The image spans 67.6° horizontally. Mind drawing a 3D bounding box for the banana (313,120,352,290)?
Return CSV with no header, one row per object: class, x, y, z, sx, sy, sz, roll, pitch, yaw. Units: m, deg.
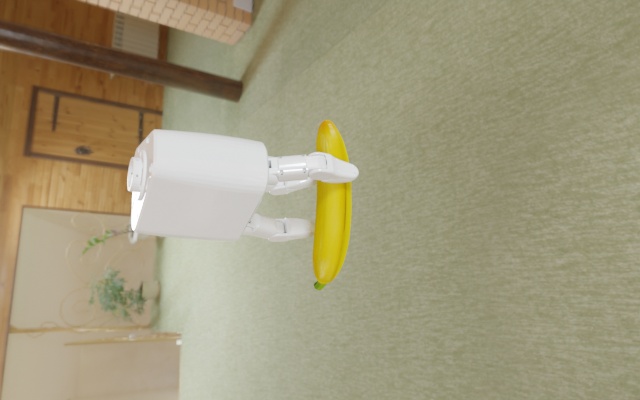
banana,0.008,0.006,0.527,0.037,0.198,0.069,4,0,-27
